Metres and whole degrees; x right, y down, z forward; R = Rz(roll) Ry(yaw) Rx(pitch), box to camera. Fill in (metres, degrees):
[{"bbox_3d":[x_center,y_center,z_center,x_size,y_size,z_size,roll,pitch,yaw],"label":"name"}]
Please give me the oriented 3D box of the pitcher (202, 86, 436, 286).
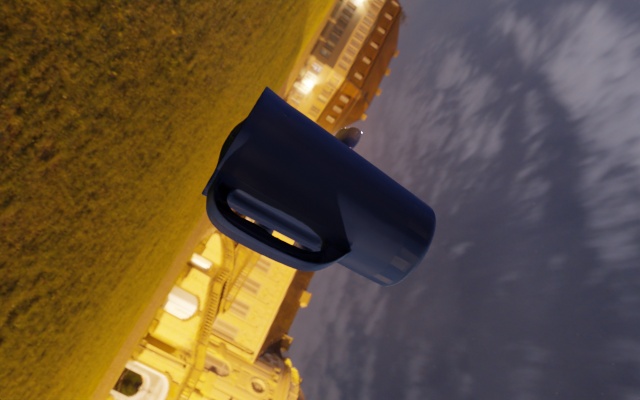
[{"bbox_3d":[0.000,0.002,0.524,0.243,0.149,0.145,32,0,-11],"label":"pitcher"}]
